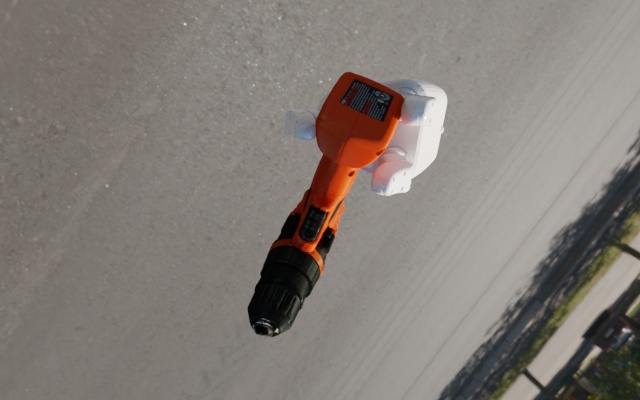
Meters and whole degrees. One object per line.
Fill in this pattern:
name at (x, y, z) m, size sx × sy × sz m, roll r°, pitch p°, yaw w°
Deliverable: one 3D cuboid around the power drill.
power drill at (0.000, 0.001, 0.401) m, size 0.057 × 0.188 × 0.184 m, roll 24°, pitch 40°, yaw -1°
